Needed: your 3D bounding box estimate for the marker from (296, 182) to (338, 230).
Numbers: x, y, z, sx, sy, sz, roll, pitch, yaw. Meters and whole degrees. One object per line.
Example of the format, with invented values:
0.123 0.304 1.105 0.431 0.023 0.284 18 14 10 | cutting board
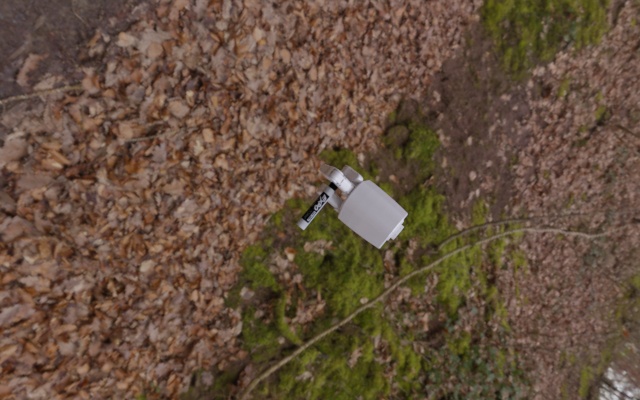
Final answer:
0.000 0.003 0.892 0.020 0.121 0.020 40 -3 2 | marker
